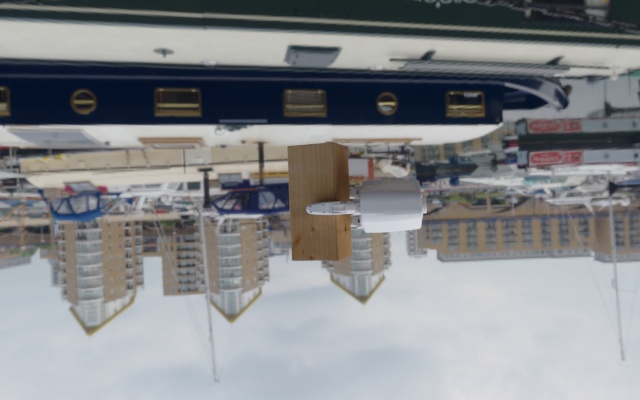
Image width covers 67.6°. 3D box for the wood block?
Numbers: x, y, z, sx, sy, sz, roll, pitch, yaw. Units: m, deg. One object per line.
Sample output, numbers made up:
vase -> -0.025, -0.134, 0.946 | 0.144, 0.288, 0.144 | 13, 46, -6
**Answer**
wood block -> 0.000, 0.003, 0.876 | 0.090, 0.206, 0.091 | -3, -1, 21
